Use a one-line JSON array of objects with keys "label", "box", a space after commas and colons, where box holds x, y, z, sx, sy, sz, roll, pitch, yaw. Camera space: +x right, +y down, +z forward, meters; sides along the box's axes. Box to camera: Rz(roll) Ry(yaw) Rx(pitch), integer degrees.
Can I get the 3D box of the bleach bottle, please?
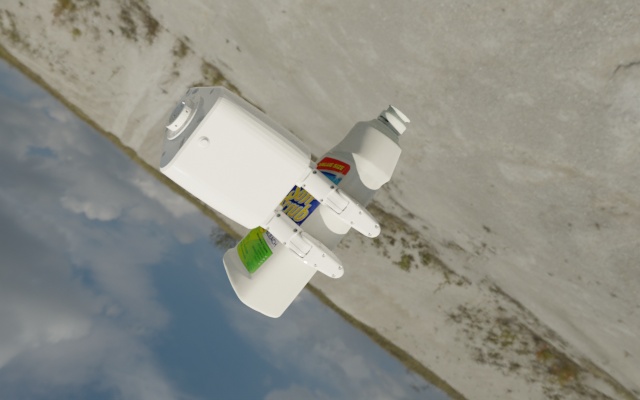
[{"label": "bleach bottle", "box": [0.000, 0.002, 0.517, 0.068, 0.251, 0.102, 35, 8, -33]}]
